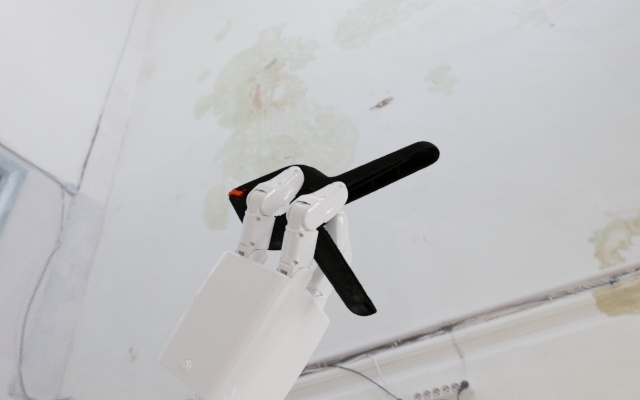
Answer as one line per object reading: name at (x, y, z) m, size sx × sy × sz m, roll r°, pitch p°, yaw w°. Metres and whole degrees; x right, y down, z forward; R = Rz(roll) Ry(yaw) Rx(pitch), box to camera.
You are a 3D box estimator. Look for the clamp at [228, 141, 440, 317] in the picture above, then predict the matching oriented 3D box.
clamp at (0.000, 0.002, 0.445) m, size 0.210 × 0.164 × 0.036 m, roll 15°, pitch -27°, yaw 40°
